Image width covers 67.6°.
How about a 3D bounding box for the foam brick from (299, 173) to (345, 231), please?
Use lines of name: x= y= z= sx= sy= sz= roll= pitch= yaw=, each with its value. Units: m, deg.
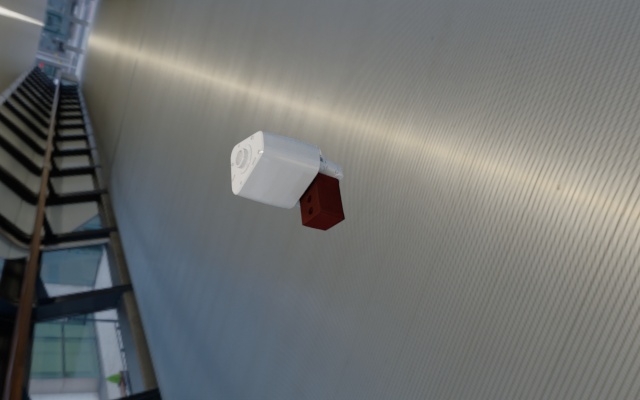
foam brick: x=0.000 y=0.003 z=0.789 sx=0.051 sy=0.078 sz=0.053 roll=15 pitch=-37 yaw=-36
